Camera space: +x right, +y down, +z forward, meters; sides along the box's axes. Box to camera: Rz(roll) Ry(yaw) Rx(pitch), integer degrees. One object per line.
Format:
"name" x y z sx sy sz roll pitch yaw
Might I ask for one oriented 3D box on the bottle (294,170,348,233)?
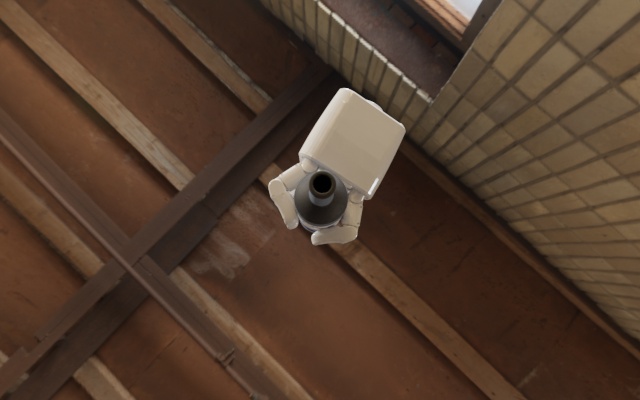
"bottle" 0.000 0.002 0.616 0.069 0.069 0.296 0 -7 -1
